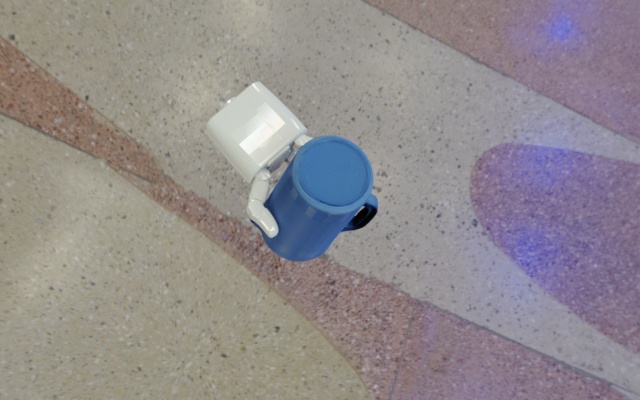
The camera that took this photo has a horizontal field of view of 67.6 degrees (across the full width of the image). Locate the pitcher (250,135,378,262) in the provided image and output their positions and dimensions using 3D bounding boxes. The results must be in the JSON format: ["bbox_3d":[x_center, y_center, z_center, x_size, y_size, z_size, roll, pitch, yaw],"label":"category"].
[{"bbox_3d":[0.000,0.002,0.705,0.149,0.145,0.243,-40,-5,-23],"label":"pitcher"}]
